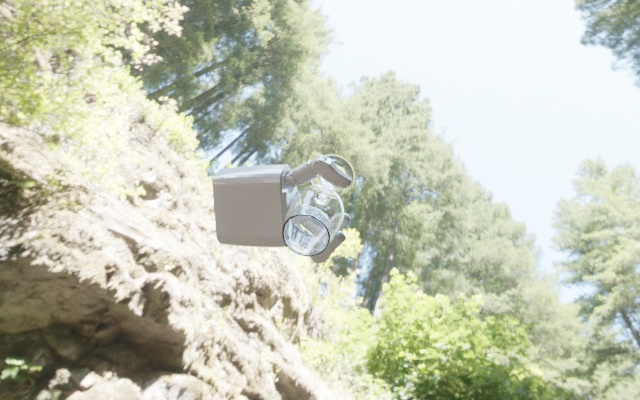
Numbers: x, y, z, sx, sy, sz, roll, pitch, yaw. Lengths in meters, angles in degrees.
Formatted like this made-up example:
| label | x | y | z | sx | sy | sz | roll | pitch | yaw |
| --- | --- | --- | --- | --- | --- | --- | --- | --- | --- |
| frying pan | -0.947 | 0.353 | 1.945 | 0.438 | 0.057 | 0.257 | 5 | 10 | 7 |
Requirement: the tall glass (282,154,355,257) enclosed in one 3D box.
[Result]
| label | x | y | z | sx | sy | sz | roll | pitch | yaw |
| --- | --- | --- | --- | --- | --- | --- | --- | --- | --- |
| tall glass | 0.000 | 0.002 | 0.687 | 0.079 | 0.079 | 0.201 | 0 | 25 | 12 |
